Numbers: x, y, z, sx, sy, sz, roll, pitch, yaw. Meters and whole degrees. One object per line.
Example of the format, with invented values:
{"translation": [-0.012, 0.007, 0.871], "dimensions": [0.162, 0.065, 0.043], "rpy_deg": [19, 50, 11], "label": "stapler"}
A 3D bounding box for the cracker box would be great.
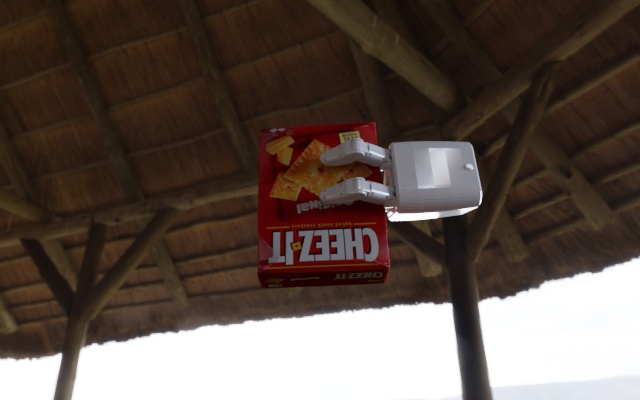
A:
{"translation": [0.000, 0.002, 0.638], "dimensions": [0.164, 0.213, 0.072], "rpy_deg": [-3, -26, 0], "label": "cracker box"}
